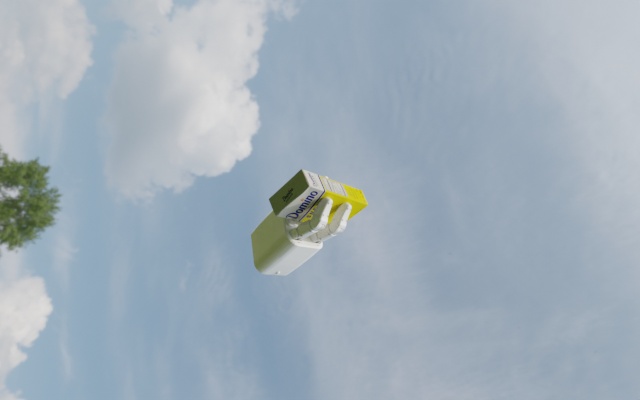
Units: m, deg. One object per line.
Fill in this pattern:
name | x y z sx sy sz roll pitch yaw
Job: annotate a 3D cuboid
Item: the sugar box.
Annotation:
sugar box | 0.000 0.003 0.886 0.093 0.048 0.176 -41 -32 27
